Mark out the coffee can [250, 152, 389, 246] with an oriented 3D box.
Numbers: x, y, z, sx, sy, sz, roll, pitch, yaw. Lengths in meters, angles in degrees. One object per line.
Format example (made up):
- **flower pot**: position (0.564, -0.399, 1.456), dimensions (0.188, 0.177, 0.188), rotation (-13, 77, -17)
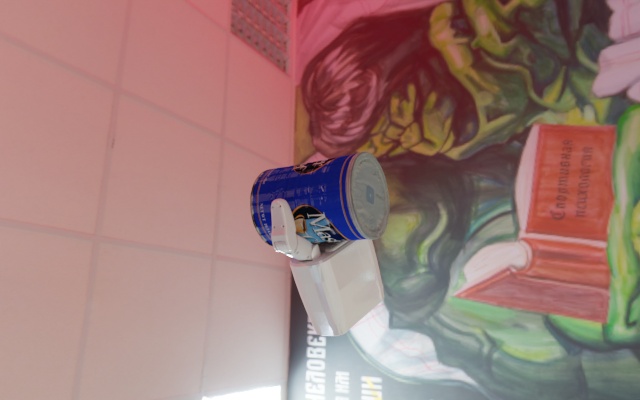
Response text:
- **coffee can**: position (0.000, 0.002, 0.587), dimensions (0.140, 0.103, 0.103), rotation (-8, -4, 31)
